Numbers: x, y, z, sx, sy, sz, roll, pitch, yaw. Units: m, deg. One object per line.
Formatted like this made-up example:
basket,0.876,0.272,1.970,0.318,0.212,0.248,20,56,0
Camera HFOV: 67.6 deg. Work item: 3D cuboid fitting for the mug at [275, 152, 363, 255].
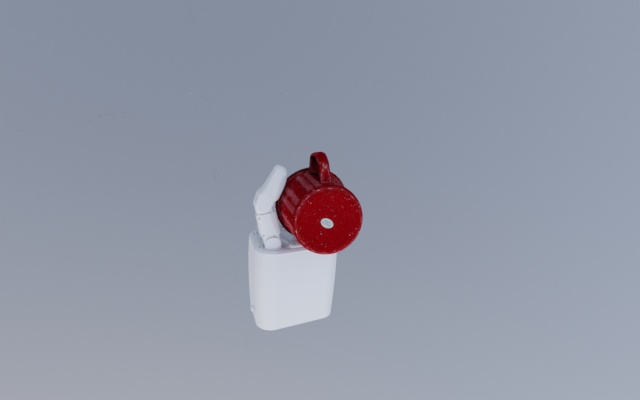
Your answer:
mug,0.000,0.000,0.557,0.093,0.117,0.081,-1,14,-15
